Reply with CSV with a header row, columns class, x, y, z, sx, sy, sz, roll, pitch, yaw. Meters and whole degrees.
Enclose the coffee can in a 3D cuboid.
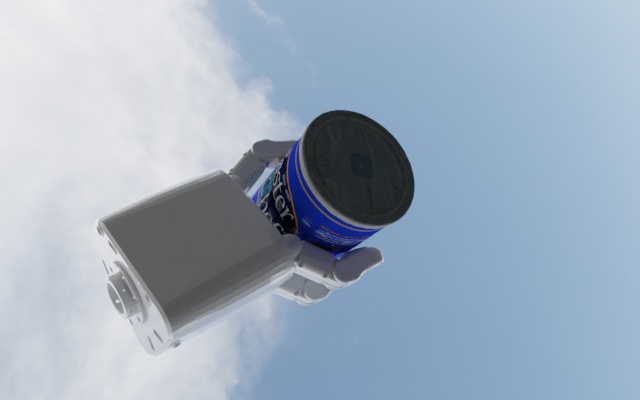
class,x,y,z,sx,sy,sz,roll,pitch,yaw
coffee can,0.000,0.001,0.425,0.103,0.102,0.140,0,-25,-30
